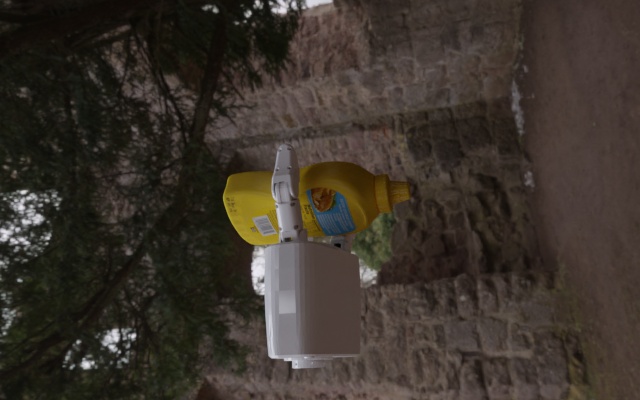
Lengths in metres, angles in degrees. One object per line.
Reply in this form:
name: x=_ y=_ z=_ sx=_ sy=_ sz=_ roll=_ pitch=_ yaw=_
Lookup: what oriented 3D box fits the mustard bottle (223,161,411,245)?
mustard bottle: x=0.000 y=0.001 z=0.516 sx=0.191 sy=0.058 sz=0.096 roll=-7 pitch=-44 yaw=15
